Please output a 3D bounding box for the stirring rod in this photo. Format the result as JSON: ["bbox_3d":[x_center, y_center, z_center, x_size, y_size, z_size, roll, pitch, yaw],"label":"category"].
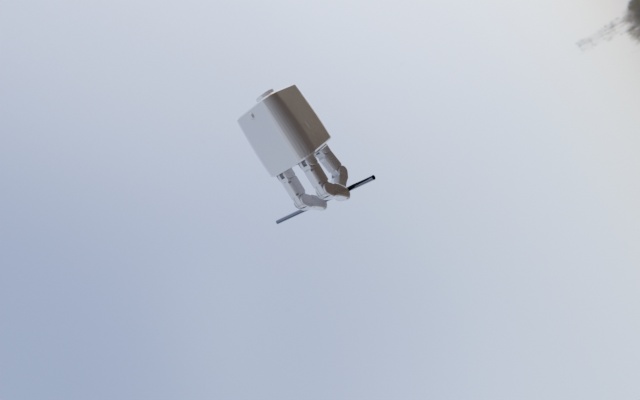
[{"bbox_3d":[0.000,0.002,0.787,0.011,0.011,0.239,0,-18,-43],"label":"stirring rod"}]
